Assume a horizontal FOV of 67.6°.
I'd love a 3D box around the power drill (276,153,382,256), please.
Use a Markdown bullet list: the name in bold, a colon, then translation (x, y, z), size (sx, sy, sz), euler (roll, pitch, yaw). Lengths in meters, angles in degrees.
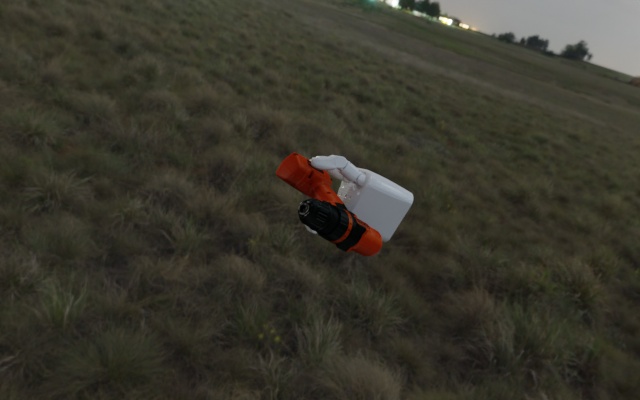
- **power drill**: translation (0.000, 0.002, 0.758), size (0.184, 0.057, 0.187), euler (32, 16, -46)
